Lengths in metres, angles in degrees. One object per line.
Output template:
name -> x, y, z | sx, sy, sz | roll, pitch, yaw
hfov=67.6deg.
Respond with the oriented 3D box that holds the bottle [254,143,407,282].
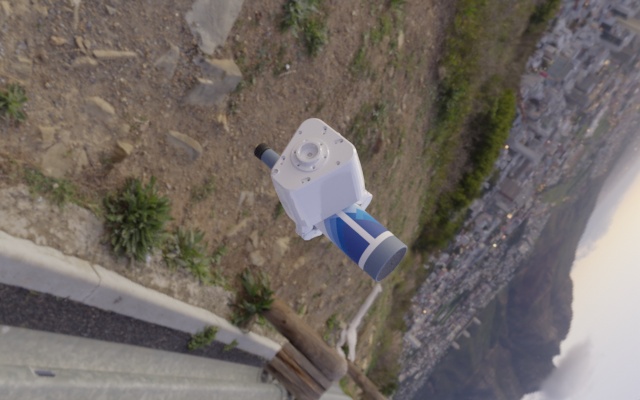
bottle -> 0.000, 0.003, 0.736 | 0.295, 0.069, 0.069 | 41, 20, 25
